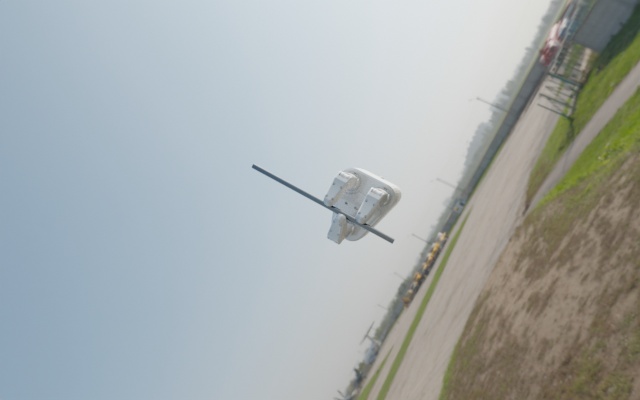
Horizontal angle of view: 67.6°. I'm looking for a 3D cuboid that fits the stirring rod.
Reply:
[{"bbox_3d":[0.000,0.002,0.700,0.239,0.011,0.011,28,7,14],"label":"stirring rod"}]
